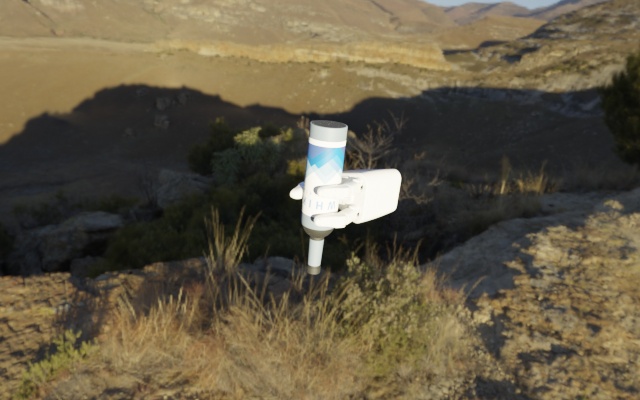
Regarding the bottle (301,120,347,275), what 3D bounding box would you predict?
[{"bbox_3d":[0.000,0.003,0.891,0.069,0.296,0.069,5,21,-2],"label":"bottle"}]
